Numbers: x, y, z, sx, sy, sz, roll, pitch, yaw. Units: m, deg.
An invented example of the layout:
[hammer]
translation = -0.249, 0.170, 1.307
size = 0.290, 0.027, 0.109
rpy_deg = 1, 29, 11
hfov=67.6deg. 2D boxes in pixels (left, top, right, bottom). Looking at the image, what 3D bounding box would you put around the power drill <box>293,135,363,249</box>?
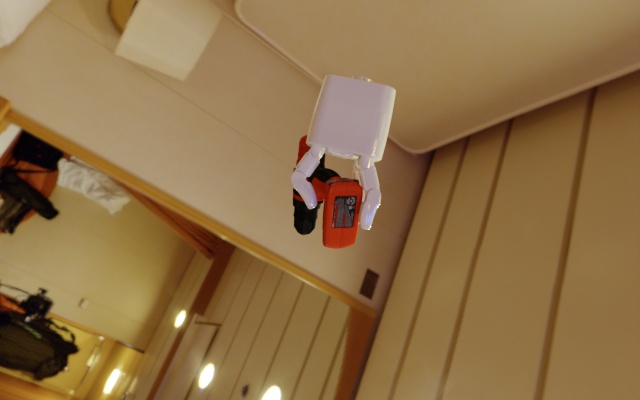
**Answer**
[power drill]
translation = 0.000, 0.002, 0.773
size = 0.057, 0.184, 0.187
rpy_deg = -5, 25, -21
